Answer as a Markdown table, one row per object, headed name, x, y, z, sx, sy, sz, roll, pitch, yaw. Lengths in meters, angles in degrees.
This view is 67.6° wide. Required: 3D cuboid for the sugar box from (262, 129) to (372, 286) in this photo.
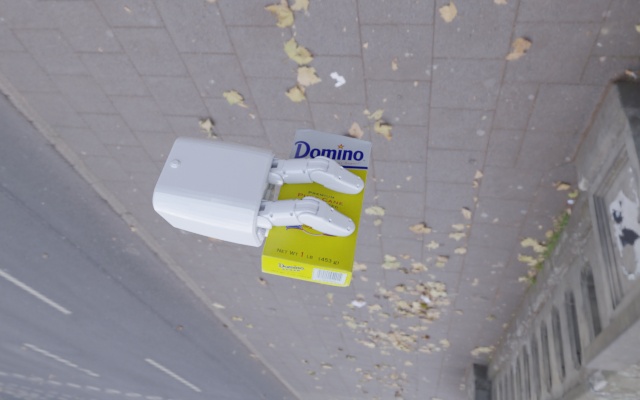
| name | x | y | z | sx | sy | sz | roll | pitch | yaw |
| --- | --- | --- | --- | --- | --- | --- | --- | --- | --- |
| sugar box | 0.000 | 0.001 | 0.527 | 0.093 | 0.176 | 0.048 | 11 | -32 | 0 |
